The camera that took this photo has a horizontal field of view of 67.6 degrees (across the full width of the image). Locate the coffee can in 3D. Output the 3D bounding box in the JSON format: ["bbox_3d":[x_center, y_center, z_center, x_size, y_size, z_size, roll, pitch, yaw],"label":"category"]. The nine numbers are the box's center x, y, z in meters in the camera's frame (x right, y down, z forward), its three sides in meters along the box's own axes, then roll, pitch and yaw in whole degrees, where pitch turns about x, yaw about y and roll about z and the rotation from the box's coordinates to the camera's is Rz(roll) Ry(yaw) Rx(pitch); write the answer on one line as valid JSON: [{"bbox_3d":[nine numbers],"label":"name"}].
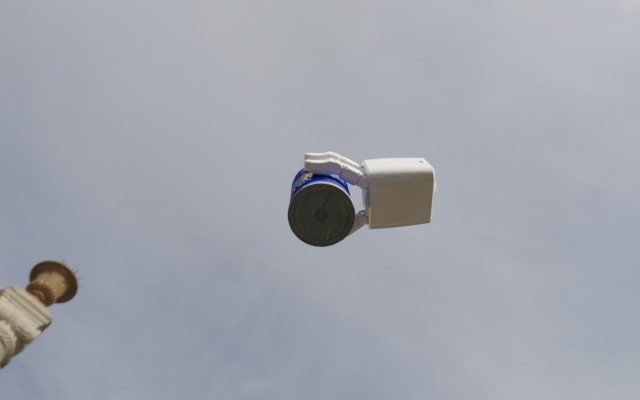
[{"bbox_3d":[0.000,0.003,0.785,0.103,0.103,0.140,0,17,-1],"label":"coffee can"}]
